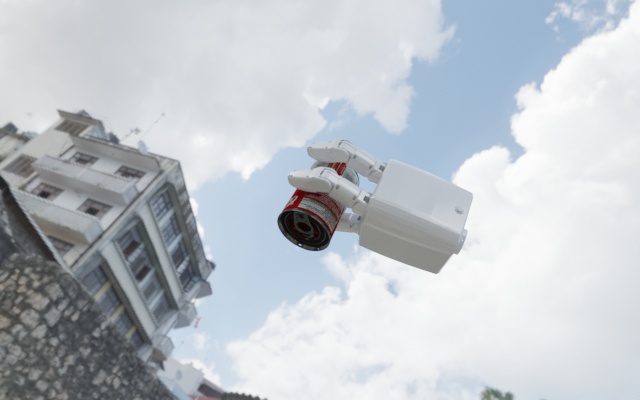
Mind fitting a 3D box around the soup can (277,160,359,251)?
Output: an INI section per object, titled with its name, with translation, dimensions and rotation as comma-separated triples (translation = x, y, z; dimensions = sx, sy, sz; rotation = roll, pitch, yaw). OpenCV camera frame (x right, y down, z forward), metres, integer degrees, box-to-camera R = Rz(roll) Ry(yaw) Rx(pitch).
[soup can]
translation = 0.000, 0.002, 0.584
dimensions = 0.068, 0.068, 0.102
rotation = 0, 42, 33
